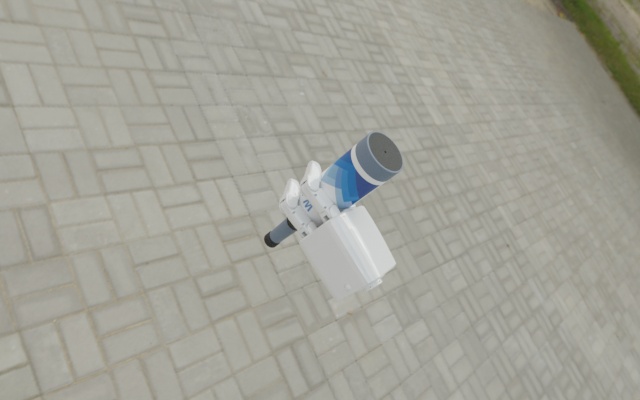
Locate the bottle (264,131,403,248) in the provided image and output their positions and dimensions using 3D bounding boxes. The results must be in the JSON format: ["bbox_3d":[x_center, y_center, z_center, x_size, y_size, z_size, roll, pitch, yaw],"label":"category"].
[{"bbox_3d":[0.000,0.002,0.739,0.069,0.069,0.296,0,-28,-42],"label":"bottle"}]
